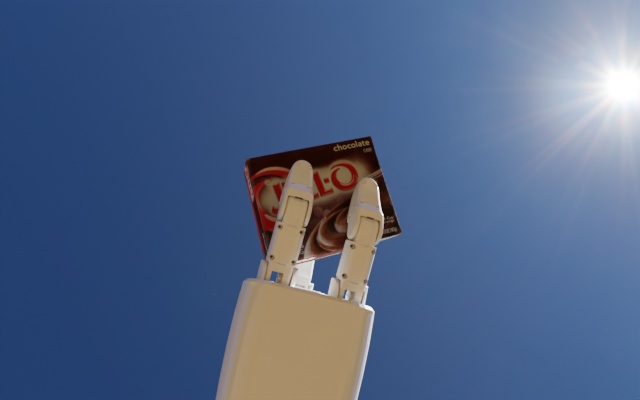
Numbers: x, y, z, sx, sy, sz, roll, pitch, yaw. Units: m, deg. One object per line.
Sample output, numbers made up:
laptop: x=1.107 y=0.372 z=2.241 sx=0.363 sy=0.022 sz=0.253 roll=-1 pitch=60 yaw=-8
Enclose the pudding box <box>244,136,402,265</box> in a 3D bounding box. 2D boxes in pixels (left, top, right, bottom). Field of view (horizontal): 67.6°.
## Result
pudding box: x=0.000 y=0.001 z=0.401 sx=0.113 sy=0.090 sz=0.039 roll=-12 pitch=-13 yaw=-17
